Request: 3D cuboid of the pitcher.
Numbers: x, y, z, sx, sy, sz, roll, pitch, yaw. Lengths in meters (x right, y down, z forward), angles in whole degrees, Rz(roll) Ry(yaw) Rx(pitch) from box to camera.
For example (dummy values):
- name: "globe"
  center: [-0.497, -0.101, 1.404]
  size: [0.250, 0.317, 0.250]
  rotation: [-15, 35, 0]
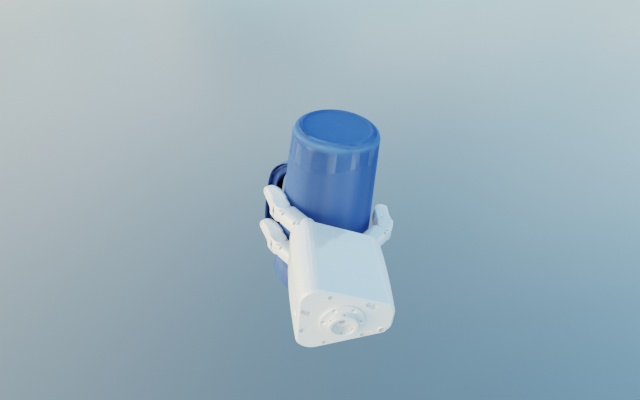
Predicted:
- name: "pitcher"
  center: [0.000, 0.002, 0.649]
  size: [0.149, 0.243, 0.145]
  rotation: [2, 37, -7]
